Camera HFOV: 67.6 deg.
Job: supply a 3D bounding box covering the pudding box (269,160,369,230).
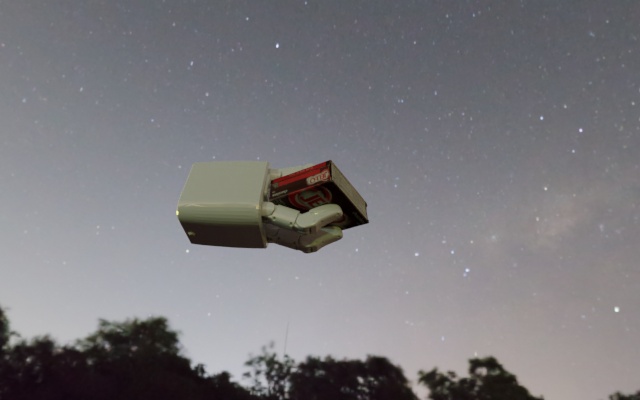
[{"bbox_3d":[0.000,0.002,0.625,0.090,0.039,0.113,-17,-35,24],"label":"pudding box"}]
